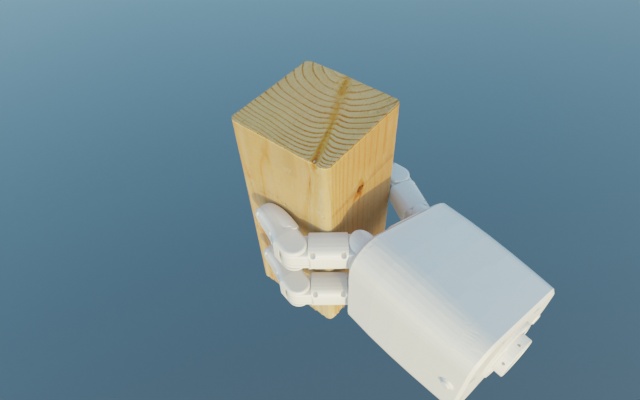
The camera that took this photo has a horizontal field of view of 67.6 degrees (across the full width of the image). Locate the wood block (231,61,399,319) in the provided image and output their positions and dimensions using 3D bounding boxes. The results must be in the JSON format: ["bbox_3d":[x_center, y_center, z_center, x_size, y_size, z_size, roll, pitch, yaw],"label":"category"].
[{"bbox_3d":[0.001,0.001,0.417,0.090,0.206,0.090,30,57,25],"label":"wood block"}]
